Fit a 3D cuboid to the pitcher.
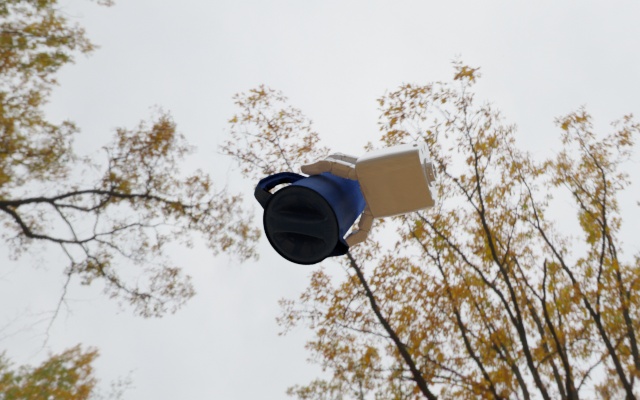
[{"bbox_3d":[0.000,0.003,0.850,0.145,0.149,0.242,-13,11,25],"label":"pitcher"}]
